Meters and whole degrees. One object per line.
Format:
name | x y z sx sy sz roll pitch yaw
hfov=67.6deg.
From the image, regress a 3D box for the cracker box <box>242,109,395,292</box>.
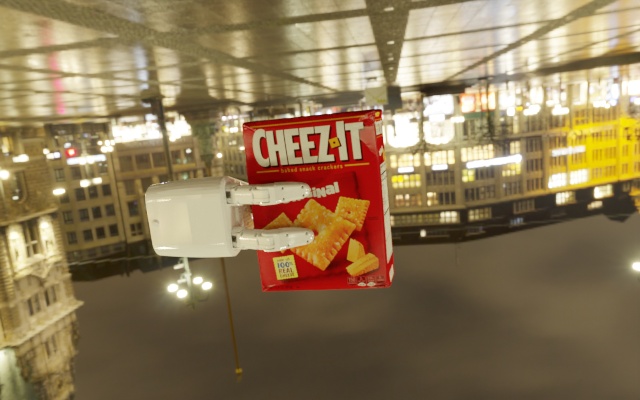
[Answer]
cracker box | 0.000 0.002 0.591 0.164 0.214 0.072 -3 10 14
